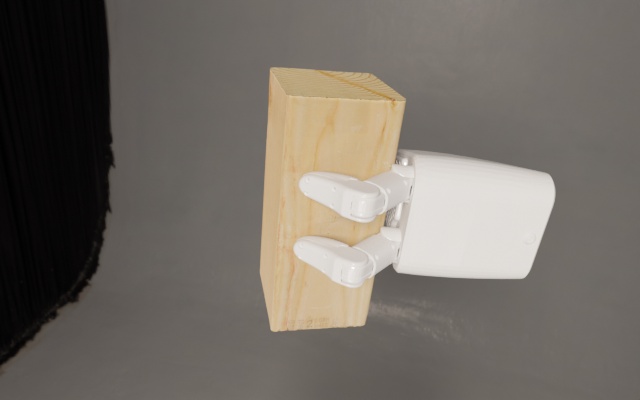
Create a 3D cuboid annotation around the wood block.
[{"bbox_3d":[0.000,0.001,0.411,0.090,0.206,0.090,0,27,-13],"label":"wood block"}]
